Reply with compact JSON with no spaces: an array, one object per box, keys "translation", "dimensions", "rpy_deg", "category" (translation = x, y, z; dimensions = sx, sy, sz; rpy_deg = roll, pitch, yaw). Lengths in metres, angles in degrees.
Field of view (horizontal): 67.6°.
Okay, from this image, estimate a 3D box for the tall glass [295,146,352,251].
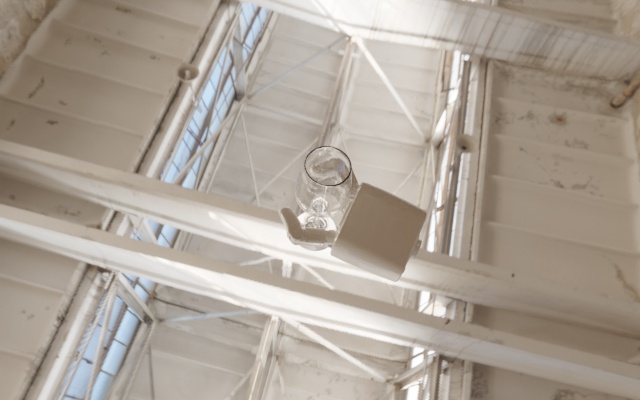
[{"translation":[0.000,0.003,0.698],"dimensions":[0.079,0.079,0.201],"rpy_deg":[0,-28,-6],"category":"tall glass"}]
